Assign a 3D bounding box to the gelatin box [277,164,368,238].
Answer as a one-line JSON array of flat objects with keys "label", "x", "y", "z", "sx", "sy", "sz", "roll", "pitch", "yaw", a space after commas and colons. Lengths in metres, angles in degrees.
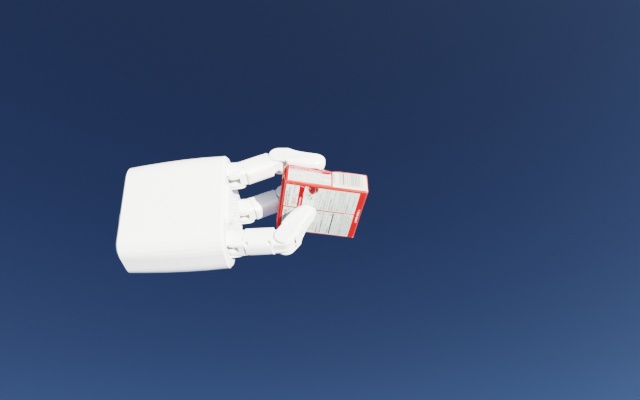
[{"label": "gelatin box", "x": 0.000, "y": 0.002, "z": 0.514, "sx": 0.089, "sy": 0.073, "sz": 0.030, "roll": 8, "pitch": 44, "yaw": -5}]
